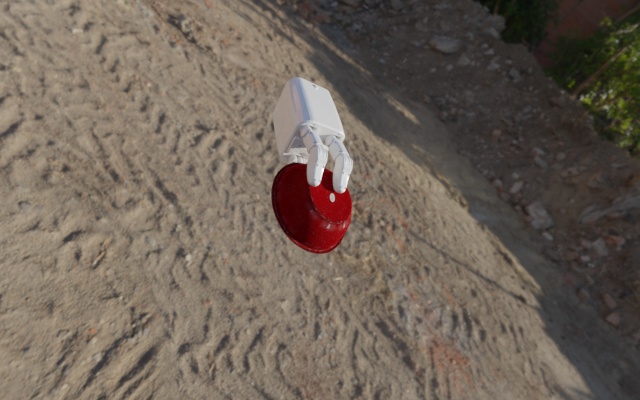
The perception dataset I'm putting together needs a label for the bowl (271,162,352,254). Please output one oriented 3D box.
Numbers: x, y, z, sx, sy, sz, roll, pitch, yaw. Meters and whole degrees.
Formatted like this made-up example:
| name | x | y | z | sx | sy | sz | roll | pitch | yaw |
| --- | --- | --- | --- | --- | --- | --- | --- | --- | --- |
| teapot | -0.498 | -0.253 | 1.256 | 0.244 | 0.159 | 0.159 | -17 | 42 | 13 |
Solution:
| name | x | y | z | sx | sy | sz | roll | pitch | yaw |
| --- | --- | --- | --- | --- | --- | --- | --- | --- | --- |
| bowl | 0.001 | 0.004 | 0.777 | 0.162 | 0.162 | 0.055 | 0 | -20 | -44 |
